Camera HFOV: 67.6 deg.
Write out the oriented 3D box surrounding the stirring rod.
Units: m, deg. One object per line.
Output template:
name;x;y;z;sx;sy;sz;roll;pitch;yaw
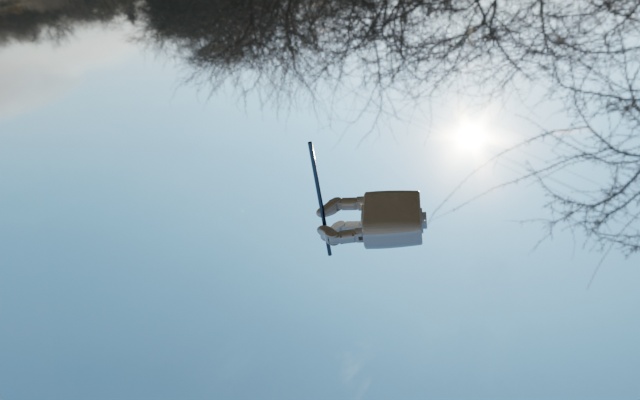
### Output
stirring rod;0.000;0.003;0.891;0.011;0.240;0.011;-8;28;4
